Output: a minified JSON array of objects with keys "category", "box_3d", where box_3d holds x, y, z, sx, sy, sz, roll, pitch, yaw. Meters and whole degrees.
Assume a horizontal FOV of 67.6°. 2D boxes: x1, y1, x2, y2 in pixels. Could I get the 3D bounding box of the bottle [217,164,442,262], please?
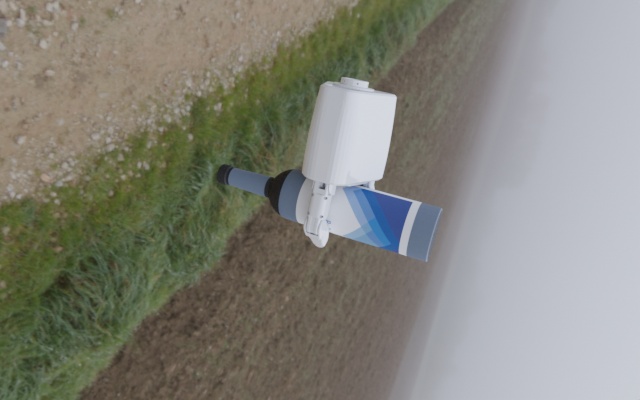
[{"category":"bottle","box_3d":[0.000,0.002,0.608,0.295,0.069,0.069,16,5,18]}]
